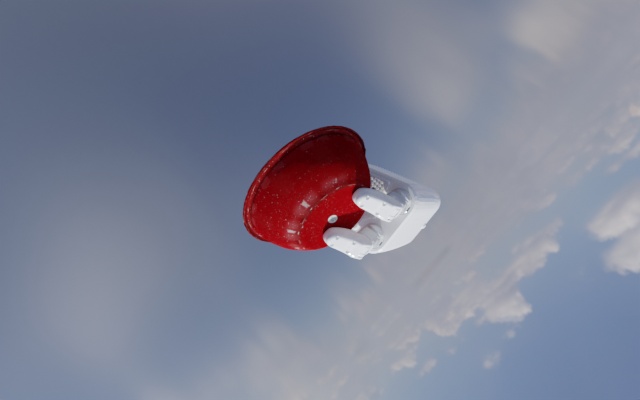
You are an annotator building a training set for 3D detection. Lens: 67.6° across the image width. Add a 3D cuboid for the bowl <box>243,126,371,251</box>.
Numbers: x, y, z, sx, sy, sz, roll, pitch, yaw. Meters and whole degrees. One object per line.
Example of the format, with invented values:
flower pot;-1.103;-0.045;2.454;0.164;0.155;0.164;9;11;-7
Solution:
bowl;-0.001;0.002;0.513;0.162;0.162;0.055;0;39;-47
